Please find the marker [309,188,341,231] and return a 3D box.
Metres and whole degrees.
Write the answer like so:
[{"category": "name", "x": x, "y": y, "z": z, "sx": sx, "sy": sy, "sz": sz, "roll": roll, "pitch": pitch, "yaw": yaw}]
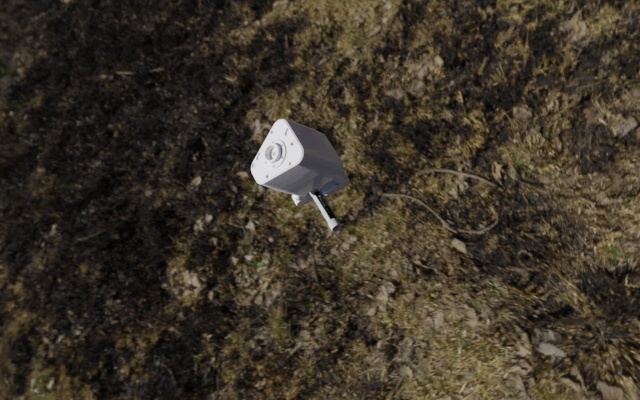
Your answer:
[{"category": "marker", "x": 0.000, "y": 0.003, "z": 0.861, "sx": 0.020, "sy": 0.121, "sz": 0.020, "roll": -23, "pitch": -30, "yaw": -14}]
